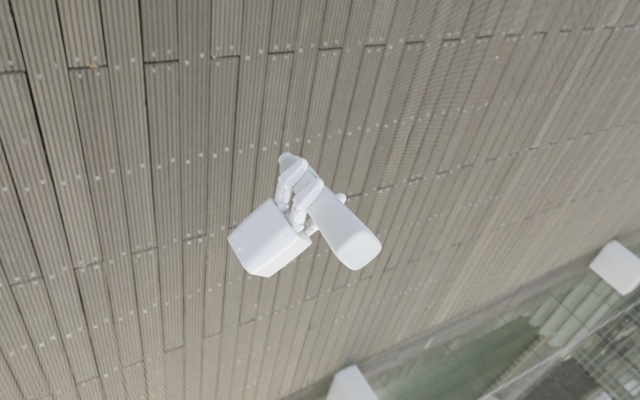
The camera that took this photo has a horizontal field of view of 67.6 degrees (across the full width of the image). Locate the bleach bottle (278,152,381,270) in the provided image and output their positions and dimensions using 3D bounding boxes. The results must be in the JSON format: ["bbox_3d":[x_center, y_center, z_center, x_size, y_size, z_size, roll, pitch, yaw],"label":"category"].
[{"bbox_3d":[0.000,0.003,0.831,0.250,0.068,0.103,51,4,37],"label":"bleach bottle"}]
